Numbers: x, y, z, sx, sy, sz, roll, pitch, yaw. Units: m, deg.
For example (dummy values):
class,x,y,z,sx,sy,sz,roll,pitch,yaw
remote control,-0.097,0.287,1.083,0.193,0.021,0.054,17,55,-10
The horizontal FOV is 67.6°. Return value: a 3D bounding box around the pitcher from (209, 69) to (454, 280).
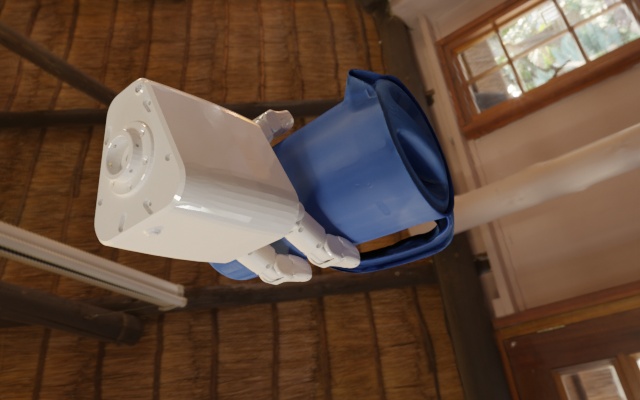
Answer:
class,x,y,z,sx,sy,sz,roll,pitch,yaw
pitcher,0.000,0.001,0.466,0.243,0.149,0.145,-25,-22,29
